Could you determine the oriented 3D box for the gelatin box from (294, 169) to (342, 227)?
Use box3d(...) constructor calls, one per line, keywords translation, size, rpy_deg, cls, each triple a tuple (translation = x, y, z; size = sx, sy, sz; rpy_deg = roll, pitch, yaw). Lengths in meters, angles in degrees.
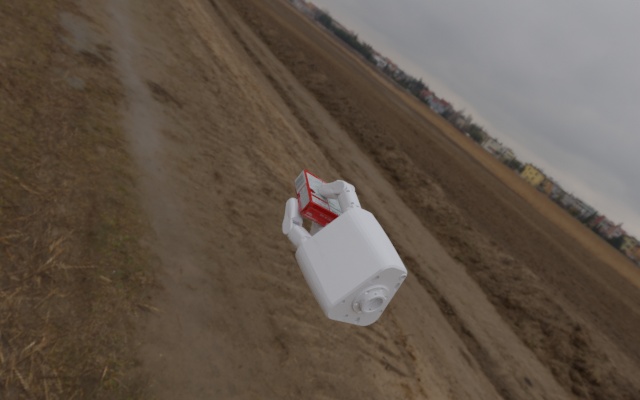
box3d(translation=(0.000, 0.002, 0.718), size=(0.073, 0.030, 0.089), rpy_deg=(30, 26, -27), cls="gelatin box")
